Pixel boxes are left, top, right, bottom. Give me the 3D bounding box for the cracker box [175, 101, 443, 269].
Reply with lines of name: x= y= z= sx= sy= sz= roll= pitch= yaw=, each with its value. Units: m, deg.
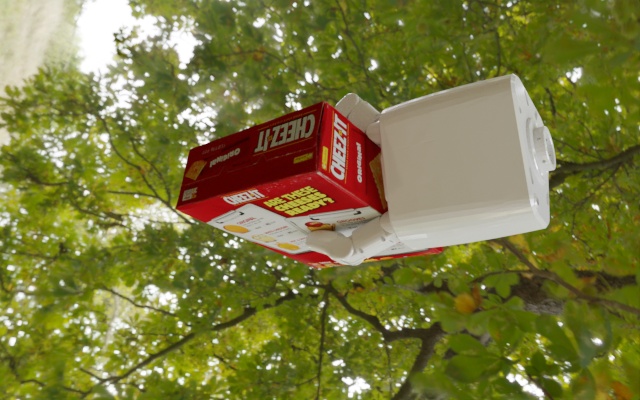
cracker box: x=0.000 y=0.002 z=0.466 sx=0.164 sy=0.072 sz=0.214 roll=-13 pitch=-29 yaw=35
